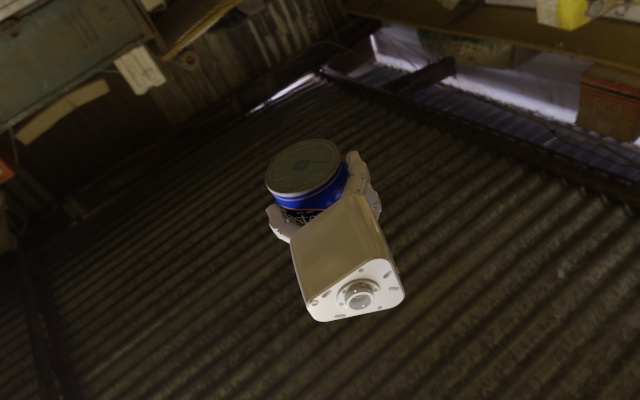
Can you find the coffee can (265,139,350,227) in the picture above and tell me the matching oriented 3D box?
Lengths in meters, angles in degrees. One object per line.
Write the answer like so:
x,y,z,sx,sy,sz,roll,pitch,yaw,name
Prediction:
0.000,0.002,0.649,0.103,0.102,0.140,0,-43,29,coffee can
